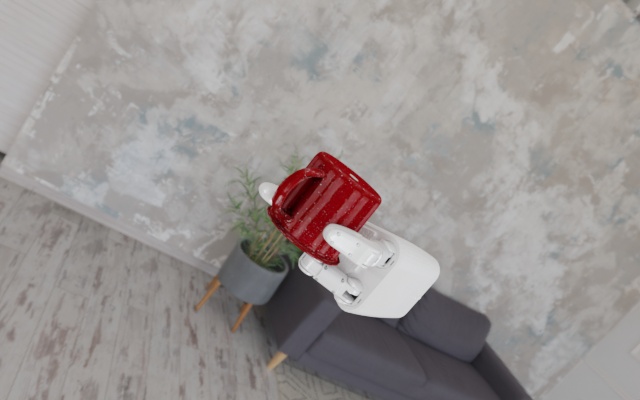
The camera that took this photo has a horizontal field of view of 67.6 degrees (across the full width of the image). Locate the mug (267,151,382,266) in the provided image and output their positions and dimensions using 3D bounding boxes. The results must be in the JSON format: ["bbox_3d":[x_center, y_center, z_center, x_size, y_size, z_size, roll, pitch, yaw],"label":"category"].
[{"bbox_3d":[-0.001,0.001,0.472,0.117,0.081,0.093,26,16,-49],"label":"mug"}]
